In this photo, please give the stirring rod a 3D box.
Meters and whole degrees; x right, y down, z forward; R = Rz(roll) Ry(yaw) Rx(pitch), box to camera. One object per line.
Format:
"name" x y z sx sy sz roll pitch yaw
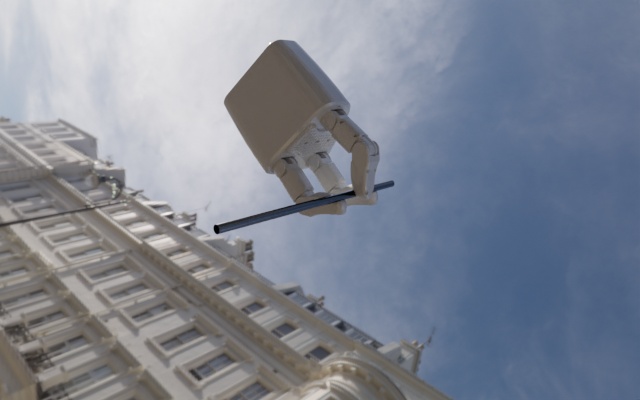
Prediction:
"stirring rod" 0.000 0.001 0.456 0.011 0.011 0.239 0 10 43
